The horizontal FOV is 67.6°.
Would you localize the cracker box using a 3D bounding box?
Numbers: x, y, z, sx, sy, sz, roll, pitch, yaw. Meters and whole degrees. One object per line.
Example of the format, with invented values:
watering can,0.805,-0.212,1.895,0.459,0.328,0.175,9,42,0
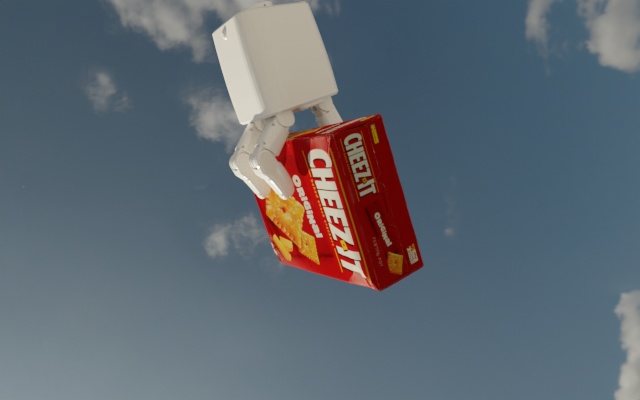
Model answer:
cracker box,0.000,0.002,0.544,0.072,0.164,0.213,-26,15,-29
